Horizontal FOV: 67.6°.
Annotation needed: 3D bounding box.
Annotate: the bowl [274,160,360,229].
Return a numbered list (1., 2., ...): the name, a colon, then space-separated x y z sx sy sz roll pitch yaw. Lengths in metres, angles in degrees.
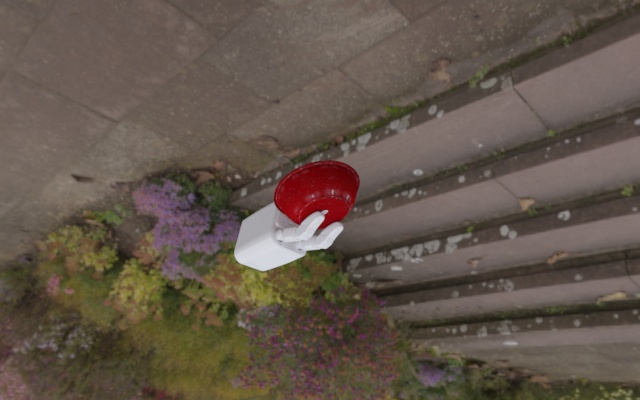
1. bowl: 0.001 0.002 0.854 0.162 0.055 0.162 -11 -38 -9
